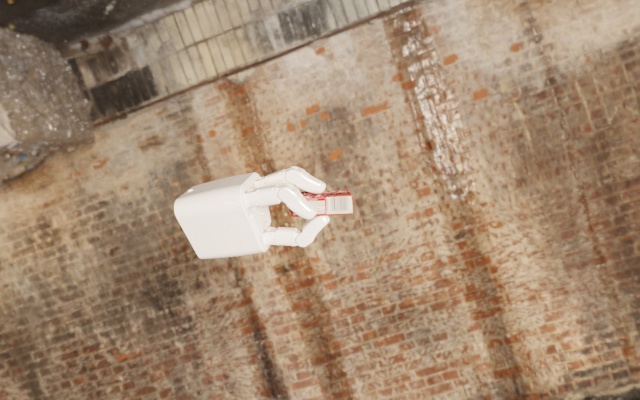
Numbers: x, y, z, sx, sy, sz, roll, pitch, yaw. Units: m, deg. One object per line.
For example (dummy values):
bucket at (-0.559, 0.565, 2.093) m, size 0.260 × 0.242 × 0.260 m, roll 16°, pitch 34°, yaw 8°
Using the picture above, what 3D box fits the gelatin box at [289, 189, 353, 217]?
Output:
gelatin box at (0.000, 0.003, 0.693) m, size 0.089 × 0.030 × 0.073 m, roll -3°, pitch 7°, yaw -1°
